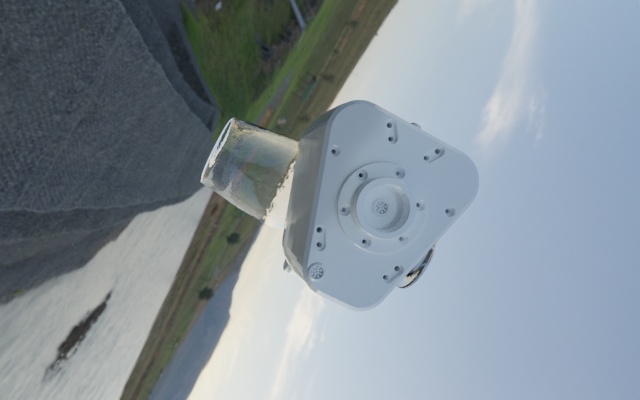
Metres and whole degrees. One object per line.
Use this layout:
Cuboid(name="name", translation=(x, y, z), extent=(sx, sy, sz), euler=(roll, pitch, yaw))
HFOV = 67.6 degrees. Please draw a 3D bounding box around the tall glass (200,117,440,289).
Cuboid(name="tall glass", translation=(0.001, 0.002, 0.417), extent=(0.201, 0.079, 0.079), euler=(27, -4, -8))
